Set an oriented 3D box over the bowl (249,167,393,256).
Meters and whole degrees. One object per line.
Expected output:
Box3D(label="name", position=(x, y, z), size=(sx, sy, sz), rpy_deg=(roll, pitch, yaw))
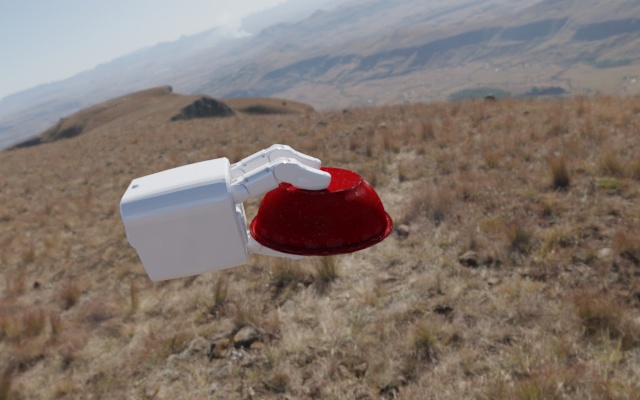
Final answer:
Box3D(label="bowl", position=(0.001, 0.001, 0.530), size=(0.162, 0.055, 0.162), rpy_deg=(-1, 20, 1))
